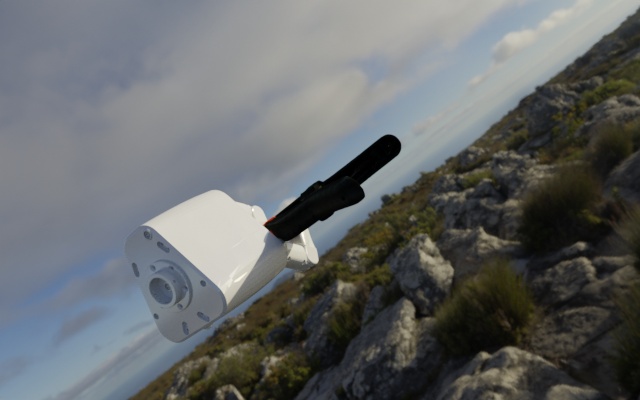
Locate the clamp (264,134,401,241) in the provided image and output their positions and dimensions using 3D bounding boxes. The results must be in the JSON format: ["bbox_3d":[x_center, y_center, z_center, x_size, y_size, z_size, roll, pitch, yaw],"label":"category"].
[{"bbox_3d":[0.000,0.001,0.472,0.171,0.039,0.120,-38,0,29],"label":"clamp"}]
